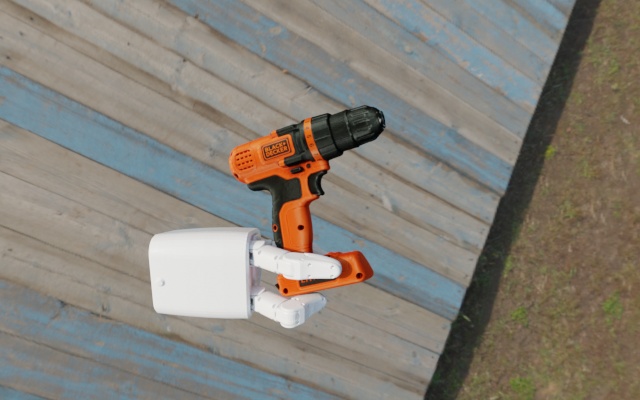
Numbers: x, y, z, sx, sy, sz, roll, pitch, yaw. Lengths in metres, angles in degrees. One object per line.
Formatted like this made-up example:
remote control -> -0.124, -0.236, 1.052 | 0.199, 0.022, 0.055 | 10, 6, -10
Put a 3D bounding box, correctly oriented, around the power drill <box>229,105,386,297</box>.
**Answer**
power drill -> 0.000, 0.002, 0.529 | 0.184, 0.187, 0.057 | -16, -7, 19
